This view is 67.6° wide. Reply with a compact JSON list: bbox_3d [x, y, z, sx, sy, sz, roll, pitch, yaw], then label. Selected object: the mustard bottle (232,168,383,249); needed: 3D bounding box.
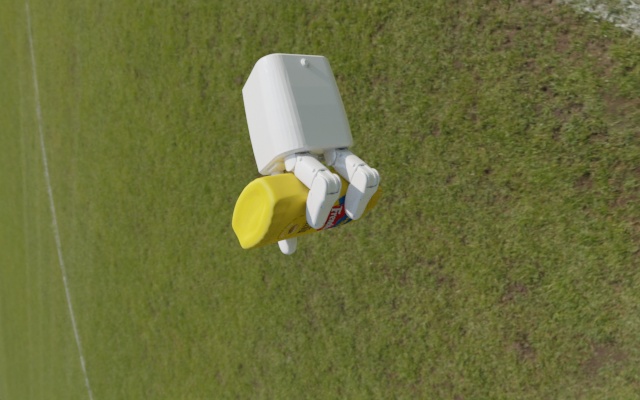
[{"bbox_3d":[0.000,0.002,0.549,0.191,0.058,0.096,-11,-30,-39],"label":"mustard bottle"}]
